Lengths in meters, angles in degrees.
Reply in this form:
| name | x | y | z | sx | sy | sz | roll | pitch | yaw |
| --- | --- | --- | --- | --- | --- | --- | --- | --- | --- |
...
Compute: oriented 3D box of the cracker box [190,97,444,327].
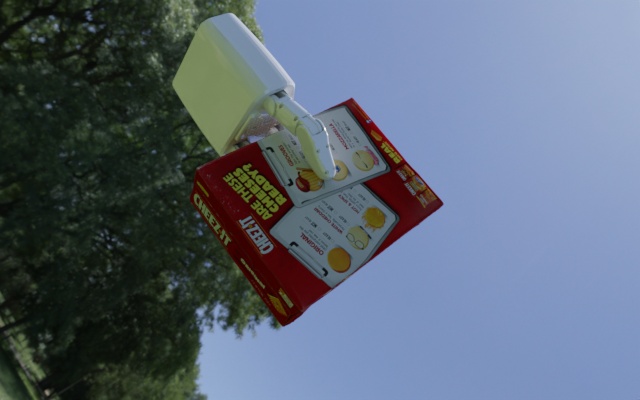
| name | x | y | z | sx | sy | sz | roll | pitch | yaw |
| --- | --- | --- | --- | --- | --- | --- | --- | --- | --- |
| cracker box | 0.000 | 0.001 | 0.503 | 0.213 | 0.164 | 0.072 | -31 | -13 | -33 |
